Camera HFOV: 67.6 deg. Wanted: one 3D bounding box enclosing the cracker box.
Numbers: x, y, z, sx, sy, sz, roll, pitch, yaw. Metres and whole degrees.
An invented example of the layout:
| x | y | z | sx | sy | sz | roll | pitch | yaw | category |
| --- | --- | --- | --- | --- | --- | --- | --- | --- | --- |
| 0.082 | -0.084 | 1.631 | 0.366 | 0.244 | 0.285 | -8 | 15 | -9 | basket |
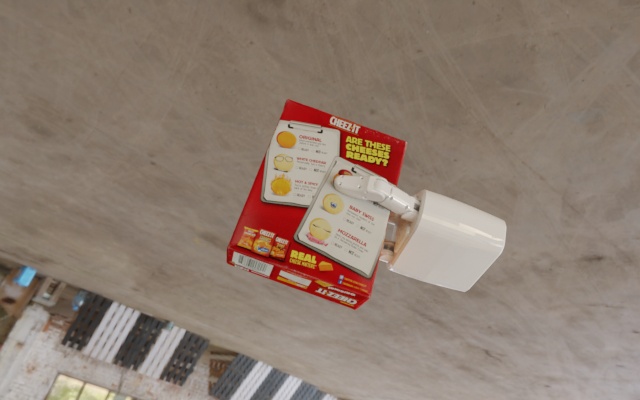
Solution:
| x | y | z | sx | sy | sz | roll | pitch | yaw | category |
| --- | --- | --- | --- | --- | --- | --- | --- | --- | --- |
| 0.000 | 0.002 | 0.578 | 0.164 | 0.213 | 0.072 | 20 | -29 | -4 | cracker box |
